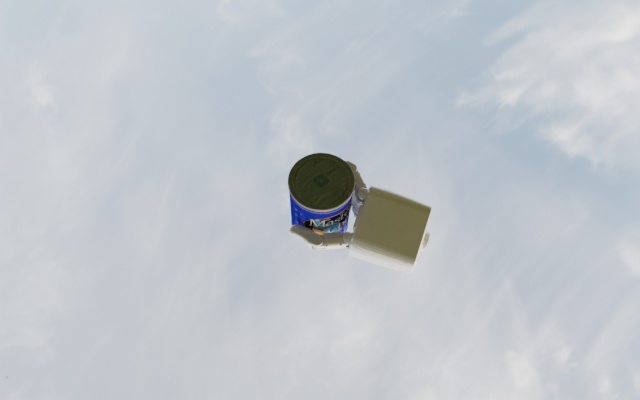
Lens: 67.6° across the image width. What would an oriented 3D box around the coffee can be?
[{"bbox_3d":[0.000,0.003,0.787,0.103,0.102,0.140,0,-28,-1],"label":"coffee can"}]
